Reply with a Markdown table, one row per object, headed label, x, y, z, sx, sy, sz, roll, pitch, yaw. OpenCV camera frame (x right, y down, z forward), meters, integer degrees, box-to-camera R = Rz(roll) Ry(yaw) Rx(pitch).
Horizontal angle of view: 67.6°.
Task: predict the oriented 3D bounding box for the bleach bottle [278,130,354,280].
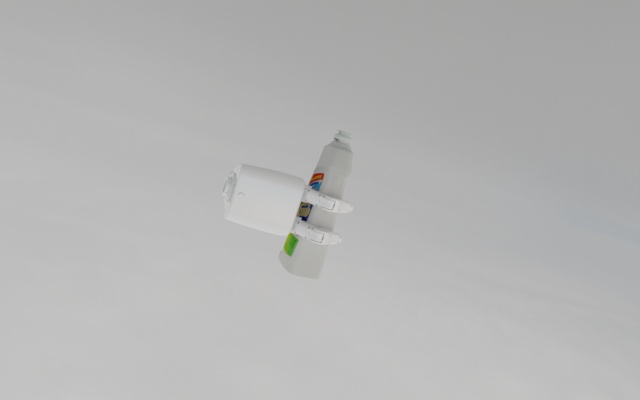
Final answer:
| label | x | y | z | sx | sy | sz | roll | pitch | yaw |
| --- | --- | --- | --- | --- | --- | --- | --- | --- | --- |
| bleach bottle | 0.000 | 0.003 | 0.816 | 0.068 | 0.251 | 0.102 | 16 | 8 | -19 |
